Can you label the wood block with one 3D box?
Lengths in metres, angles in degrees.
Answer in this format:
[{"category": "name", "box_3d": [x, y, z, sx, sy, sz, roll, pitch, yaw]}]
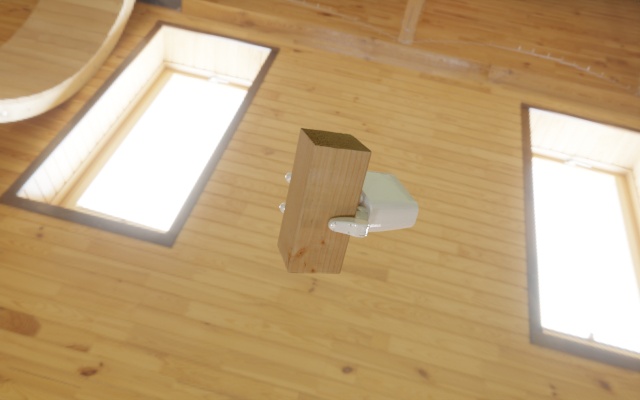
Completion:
[{"category": "wood block", "box_3d": [0.001, 0.003, 0.745, 0.090, 0.206, 0.090, 4, 22, -20]}]
